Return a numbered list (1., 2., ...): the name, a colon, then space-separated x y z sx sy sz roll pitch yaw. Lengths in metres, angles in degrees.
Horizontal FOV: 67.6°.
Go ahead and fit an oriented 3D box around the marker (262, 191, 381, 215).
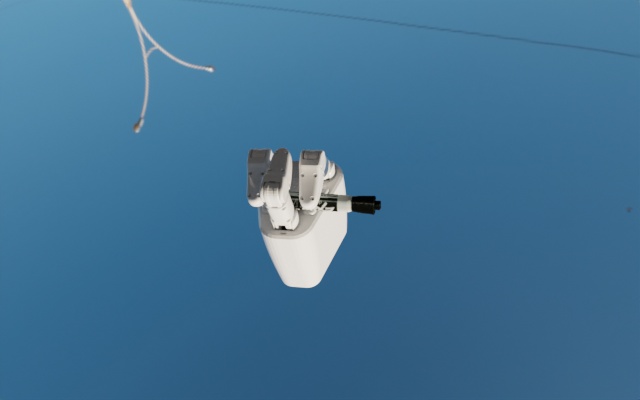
1. marker: 0.000 0.002 0.481 0.121 0.020 0.020 3 1 12
